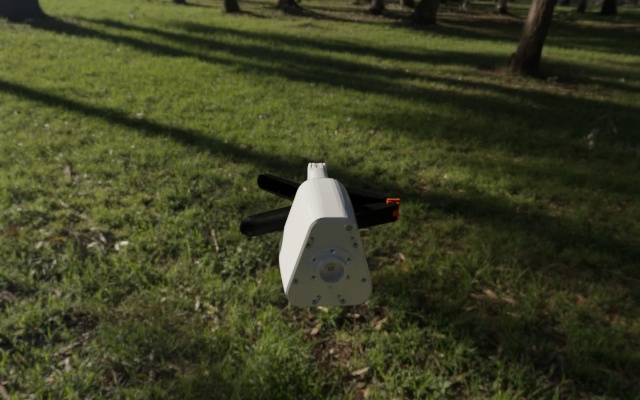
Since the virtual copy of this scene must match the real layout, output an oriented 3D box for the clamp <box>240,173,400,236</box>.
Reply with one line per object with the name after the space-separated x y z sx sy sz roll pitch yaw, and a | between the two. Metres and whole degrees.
0.001 0.001 0.650 0.210 0.036 0.164 0 26 -7 | clamp
